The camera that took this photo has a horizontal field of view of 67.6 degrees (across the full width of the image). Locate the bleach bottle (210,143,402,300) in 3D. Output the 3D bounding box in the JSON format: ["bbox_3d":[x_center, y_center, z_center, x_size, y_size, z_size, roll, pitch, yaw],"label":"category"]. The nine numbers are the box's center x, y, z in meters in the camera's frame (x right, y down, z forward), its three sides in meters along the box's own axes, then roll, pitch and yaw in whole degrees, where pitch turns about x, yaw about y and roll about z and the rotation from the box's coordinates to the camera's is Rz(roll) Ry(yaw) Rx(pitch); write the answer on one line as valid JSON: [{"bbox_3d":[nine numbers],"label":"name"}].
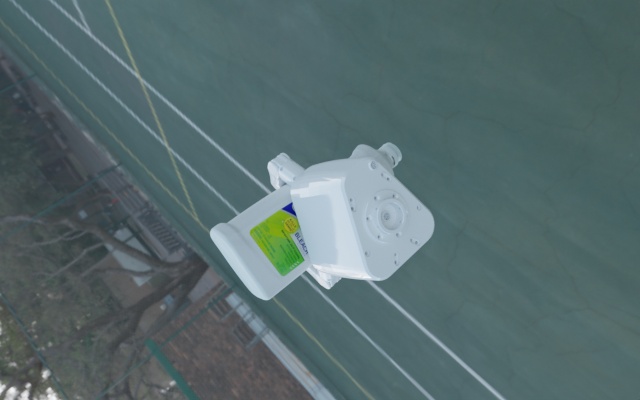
[{"bbox_3d":[0.000,0.002,0.570,0.250,0.102,0.068,-39,15,-23],"label":"bleach bottle"}]
